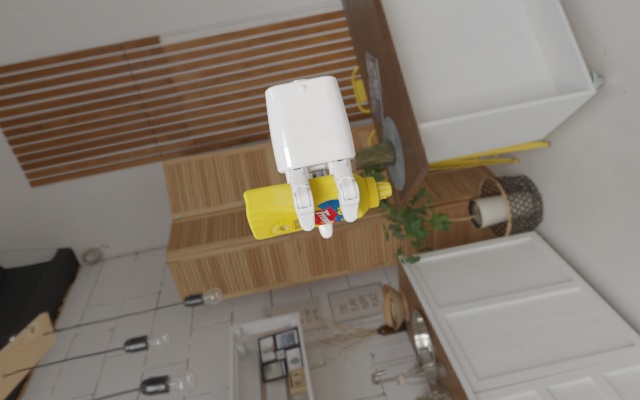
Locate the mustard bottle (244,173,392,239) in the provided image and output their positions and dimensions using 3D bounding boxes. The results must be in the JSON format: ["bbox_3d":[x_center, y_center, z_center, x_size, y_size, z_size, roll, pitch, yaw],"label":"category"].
[{"bbox_3d":[0.000,0.002,0.636,0.191,0.058,0.096,-12,-26,-3],"label":"mustard bottle"}]
